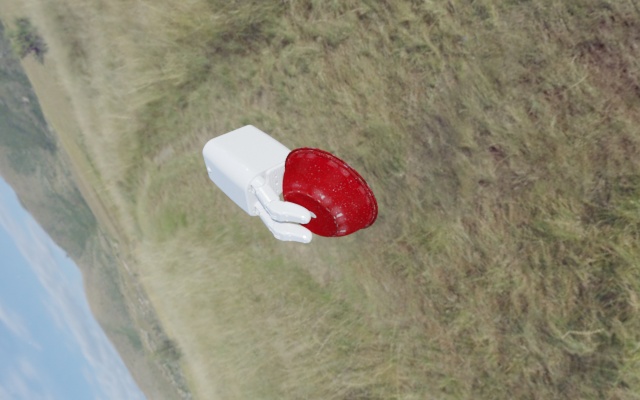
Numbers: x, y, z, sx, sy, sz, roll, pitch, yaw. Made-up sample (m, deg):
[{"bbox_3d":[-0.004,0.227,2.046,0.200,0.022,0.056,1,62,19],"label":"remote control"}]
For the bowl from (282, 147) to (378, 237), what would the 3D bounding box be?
[{"bbox_3d":[0.001,0.003,0.687,0.162,0.162,0.055,0,43,47],"label":"bowl"}]
